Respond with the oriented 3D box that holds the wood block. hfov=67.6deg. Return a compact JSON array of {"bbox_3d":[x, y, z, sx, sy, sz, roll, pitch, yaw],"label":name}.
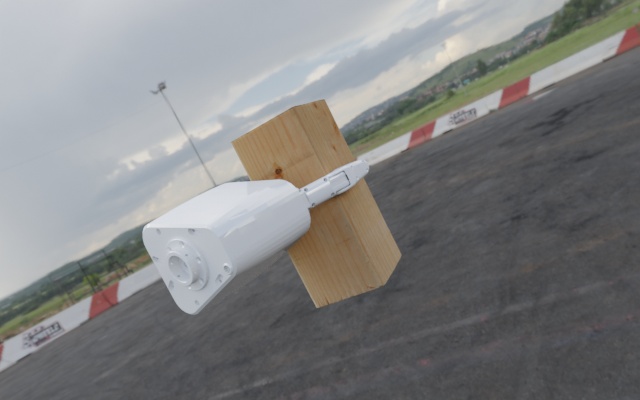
[{"bbox_3d":[0.000,0.002,0.541,0.091,0.206,0.090,-24,6,27],"label":"wood block"}]
